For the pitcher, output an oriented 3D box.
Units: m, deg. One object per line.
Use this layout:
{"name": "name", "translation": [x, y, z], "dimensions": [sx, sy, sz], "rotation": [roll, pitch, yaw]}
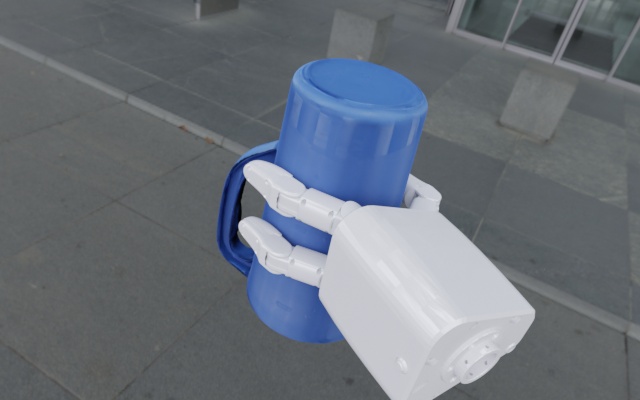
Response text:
{"name": "pitcher", "translation": [0.000, 0.002, 0.436], "dimensions": [0.149, 0.243, 0.145], "rotation": [-10, 41, -28]}
